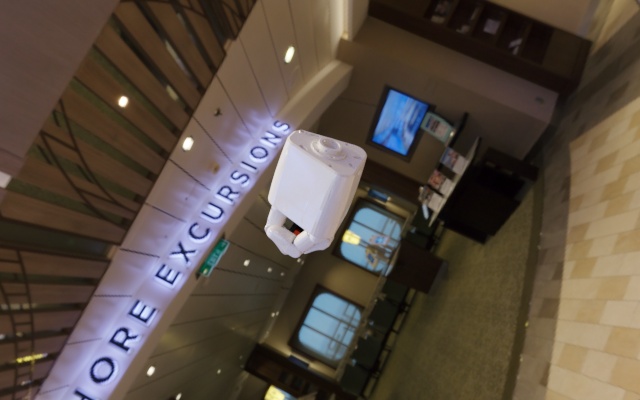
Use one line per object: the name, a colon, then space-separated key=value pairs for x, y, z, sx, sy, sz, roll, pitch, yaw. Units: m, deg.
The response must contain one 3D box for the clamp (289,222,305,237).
clamp: x=-0.001 y=0.002 z=0.760 sx=0.039 sy=0.120 sz=0.171 roll=25 pitch=35 yaw=8
